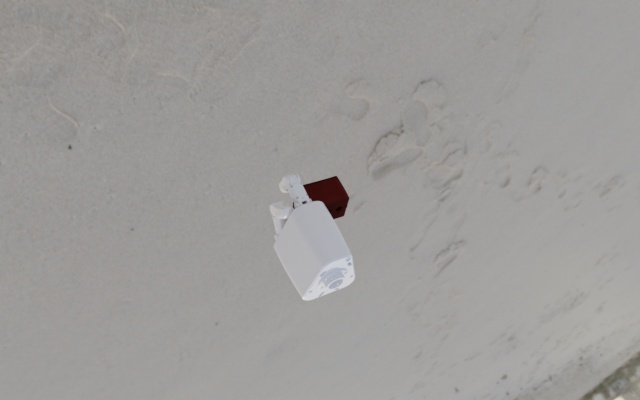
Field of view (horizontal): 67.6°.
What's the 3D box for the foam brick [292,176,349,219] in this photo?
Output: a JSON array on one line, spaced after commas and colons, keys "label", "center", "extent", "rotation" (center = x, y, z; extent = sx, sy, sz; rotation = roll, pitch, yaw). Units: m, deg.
[{"label": "foam brick", "center": [0.000, 0.002, 0.786], "extent": [0.078, 0.051, 0.053], "rotation": [-17, -35, -22]}]
